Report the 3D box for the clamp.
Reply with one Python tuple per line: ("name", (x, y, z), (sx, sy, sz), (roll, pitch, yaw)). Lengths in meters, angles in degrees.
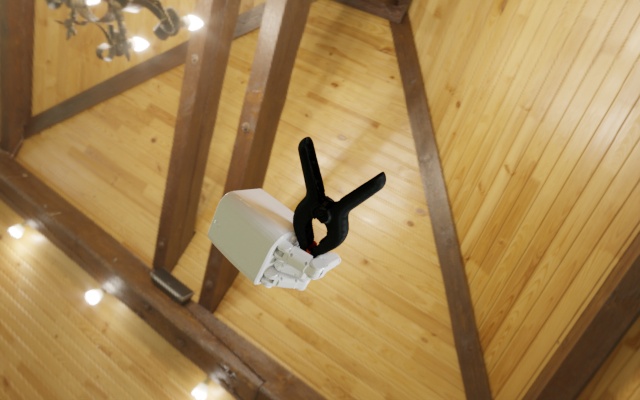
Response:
("clamp", (0.000, 0.002, 0.631), (0.120, 0.171, 0.039), (37, 31, 14))
